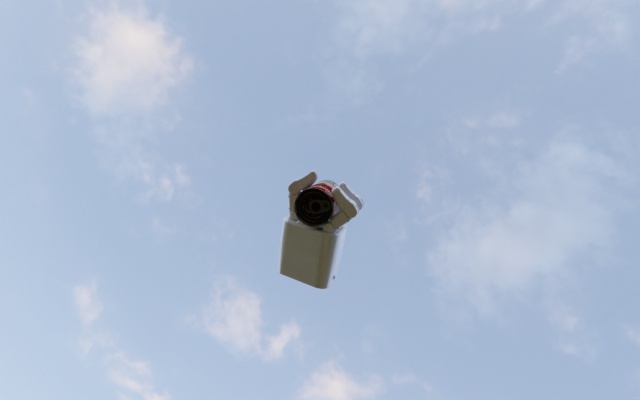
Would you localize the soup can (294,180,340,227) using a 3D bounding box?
[{"bbox_3d":[0.000,0.002,0.853,0.068,0.068,0.102,0,11,14],"label":"soup can"}]
